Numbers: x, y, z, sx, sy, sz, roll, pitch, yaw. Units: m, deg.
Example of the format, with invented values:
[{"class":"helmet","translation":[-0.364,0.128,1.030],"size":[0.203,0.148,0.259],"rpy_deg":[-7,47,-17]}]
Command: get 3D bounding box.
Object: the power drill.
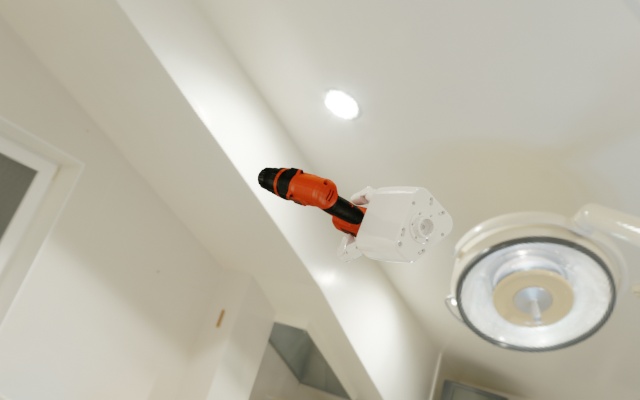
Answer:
[{"class":"power drill","translation":[0.001,0.003,0.811],"size":[0.188,0.057,0.184],"rpy_deg":[28,-6,-40]}]
